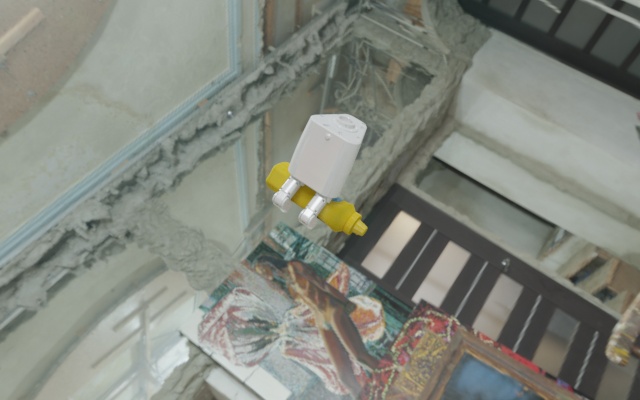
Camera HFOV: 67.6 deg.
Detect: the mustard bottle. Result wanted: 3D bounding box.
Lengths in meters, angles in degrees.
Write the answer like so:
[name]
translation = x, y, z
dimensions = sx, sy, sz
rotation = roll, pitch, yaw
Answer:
[mustard bottle]
translation = 0.000, 0.003, 0.848
dimensions = 0.191, 0.058, 0.096
rotation = 33, 7, 15
